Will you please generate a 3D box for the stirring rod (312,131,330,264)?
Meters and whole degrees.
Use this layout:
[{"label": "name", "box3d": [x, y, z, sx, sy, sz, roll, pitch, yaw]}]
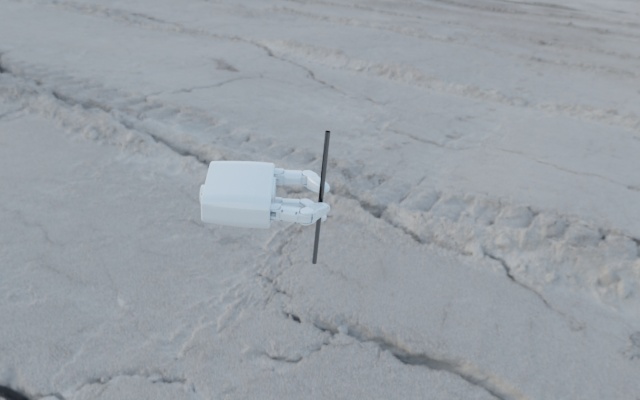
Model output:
[{"label": "stirring rod", "box3d": [0.000, 0.003, 0.769, 0.011, 0.240, 0.011, 5, 28, -2]}]
